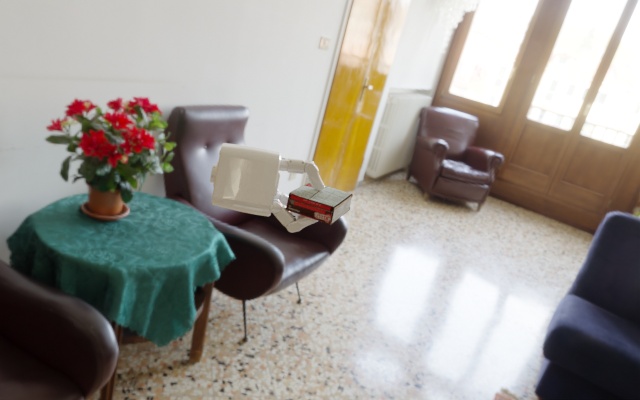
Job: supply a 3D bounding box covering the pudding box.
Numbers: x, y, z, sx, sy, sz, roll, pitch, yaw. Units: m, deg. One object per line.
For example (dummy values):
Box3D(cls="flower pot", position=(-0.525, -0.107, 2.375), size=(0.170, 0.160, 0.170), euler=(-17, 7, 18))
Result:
Box3D(cls="pudding box", position=(0.000, 0.003, 0.879), size=(0.090, 0.039, 0.113), euler=(19, 21, 17))
